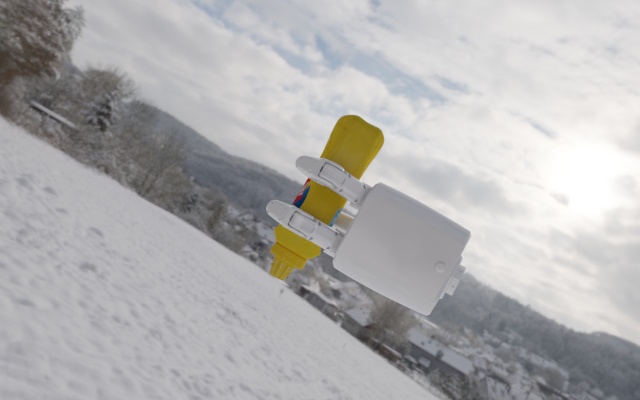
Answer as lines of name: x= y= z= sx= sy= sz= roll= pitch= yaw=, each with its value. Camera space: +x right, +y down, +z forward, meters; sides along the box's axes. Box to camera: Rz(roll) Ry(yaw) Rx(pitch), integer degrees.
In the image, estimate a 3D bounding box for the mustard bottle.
mustard bottle: x=0.000 y=0.001 z=0.530 sx=0.058 sy=0.191 sz=0.096 roll=30 pitch=-4 yaw=-5
